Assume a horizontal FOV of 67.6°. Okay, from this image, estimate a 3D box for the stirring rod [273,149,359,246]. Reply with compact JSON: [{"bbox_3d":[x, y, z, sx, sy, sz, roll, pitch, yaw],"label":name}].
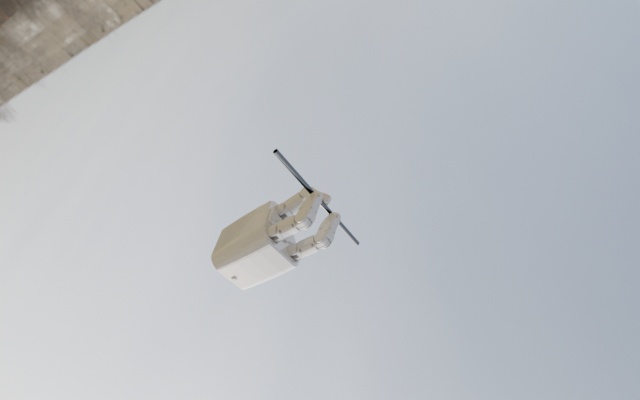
[{"bbox_3d":[0.000,0.002,0.733,0.011,0.011,0.240,0,-36,40],"label":"stirring rod"}]
